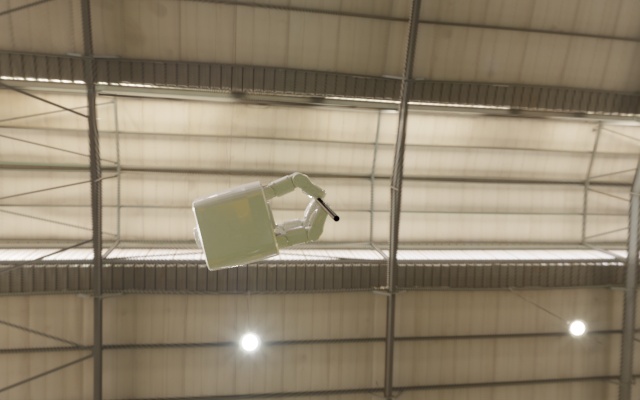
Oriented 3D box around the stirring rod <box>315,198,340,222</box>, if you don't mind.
[{"bbox_3d":[0.000,0.002,0.714,0.011,0.011,0.239,0,10,-10],"label":"stirring rod"}]
